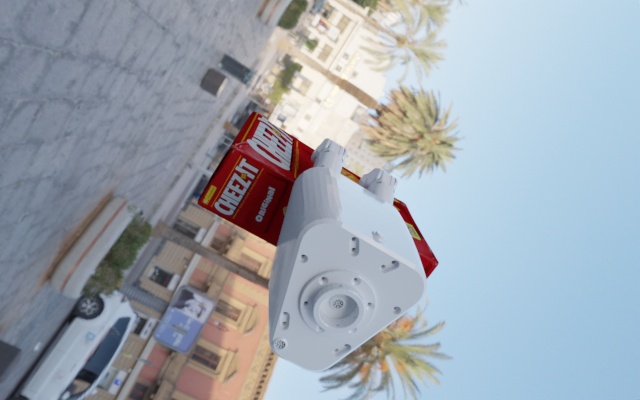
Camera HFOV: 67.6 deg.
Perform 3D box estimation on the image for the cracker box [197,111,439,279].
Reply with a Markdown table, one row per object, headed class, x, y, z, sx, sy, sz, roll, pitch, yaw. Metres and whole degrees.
| class | x | y | z | sx | sy | sz | roll | pitch | yaw |
| --- | --- | --- | --- | --- | --- | --- | --- | --- | --- |
| cracker box | 0.000 | 0.002 | 0.489 | 0.214 | 0.072 | 0.164 | 31 | 16 | -12 |
